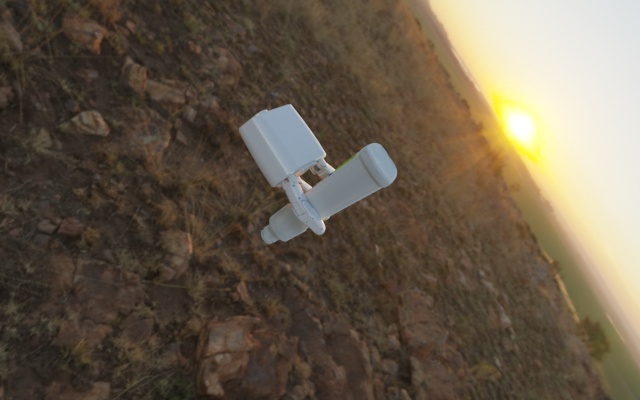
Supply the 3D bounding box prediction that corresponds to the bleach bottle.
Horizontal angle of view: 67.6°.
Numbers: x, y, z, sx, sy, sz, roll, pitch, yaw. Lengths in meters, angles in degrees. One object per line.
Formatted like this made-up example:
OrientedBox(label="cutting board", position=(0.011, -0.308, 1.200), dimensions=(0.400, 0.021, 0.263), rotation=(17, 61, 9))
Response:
OrientedBox(label="bleach bottle", position=(0.000, 0.003, 0.773), dimensions=(0.251, 0.068, 0.102), rotation=(-33, 1, 23))
